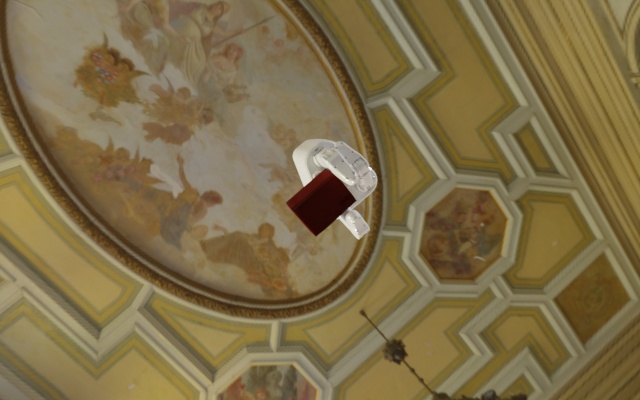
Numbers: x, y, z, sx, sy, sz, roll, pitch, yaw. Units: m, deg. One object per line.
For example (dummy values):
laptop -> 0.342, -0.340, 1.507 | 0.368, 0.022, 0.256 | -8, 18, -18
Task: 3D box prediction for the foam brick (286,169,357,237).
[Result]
foam brick -> 0.000, 0.002, 0.660 | 0.078, 0.053, 0.051 | -41, 17, -6
